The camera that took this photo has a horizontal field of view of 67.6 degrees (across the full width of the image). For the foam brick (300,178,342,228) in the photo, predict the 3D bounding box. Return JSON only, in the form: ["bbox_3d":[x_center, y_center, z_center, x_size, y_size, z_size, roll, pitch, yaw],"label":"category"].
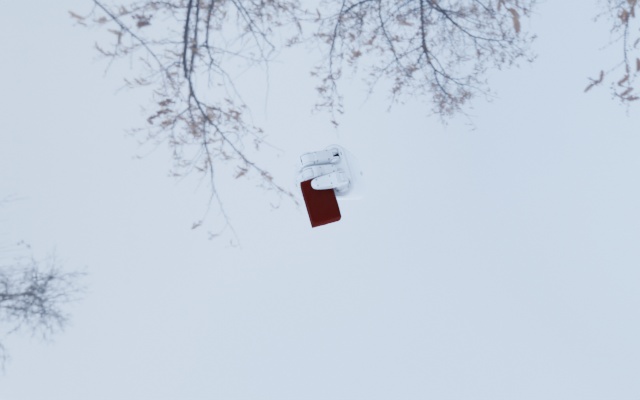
[{"bbox_3d":[0.000,0.003,0.815,0.053,0.078,0.051,-15,-10,-4],"label":"foam brick"}]
